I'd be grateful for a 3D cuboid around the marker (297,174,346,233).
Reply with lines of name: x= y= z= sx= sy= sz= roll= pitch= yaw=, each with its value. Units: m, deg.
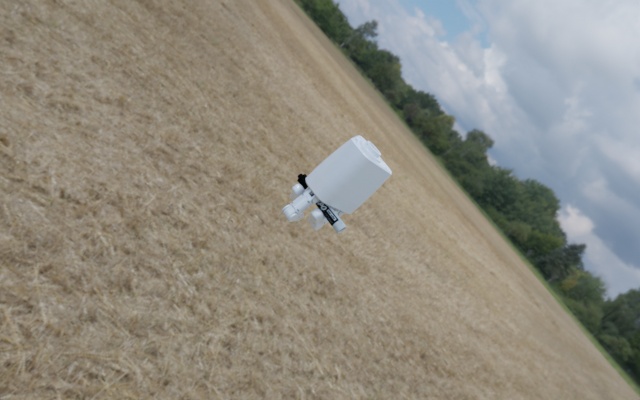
marker: x=0.000 y=0.003 z=0.799 sx=0.020 sy=0.121 sz=0.020 roll=-34 pitch=-16 yaw=-11
